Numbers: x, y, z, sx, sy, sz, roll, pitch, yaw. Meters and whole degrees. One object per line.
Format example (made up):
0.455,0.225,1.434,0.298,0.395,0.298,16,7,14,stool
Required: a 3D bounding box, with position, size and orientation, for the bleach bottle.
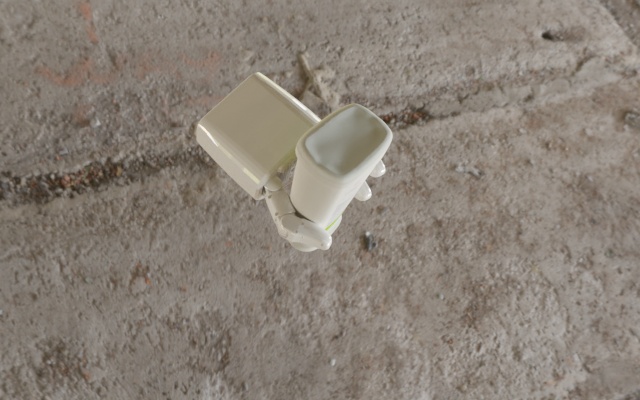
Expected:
0.000,0.002,0.560,0.102,0.068,0.251,-42,-13,-30,bleach bottle
